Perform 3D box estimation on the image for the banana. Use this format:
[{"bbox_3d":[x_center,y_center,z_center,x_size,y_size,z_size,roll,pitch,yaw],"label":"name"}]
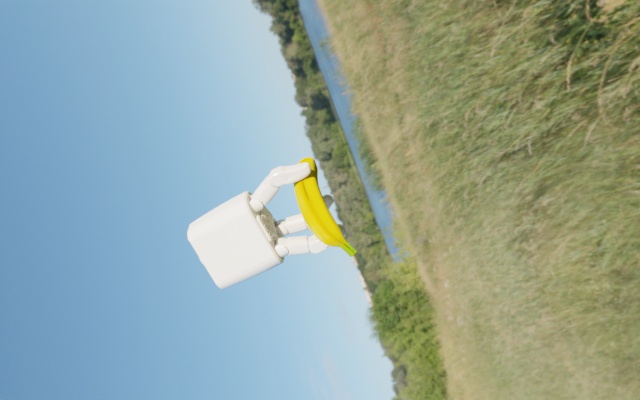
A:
[{"bbox_3d":[-0.009,-0.003,0.690,0.037,0.197,0.070,-34,-40,15],"label":"banana"}]
